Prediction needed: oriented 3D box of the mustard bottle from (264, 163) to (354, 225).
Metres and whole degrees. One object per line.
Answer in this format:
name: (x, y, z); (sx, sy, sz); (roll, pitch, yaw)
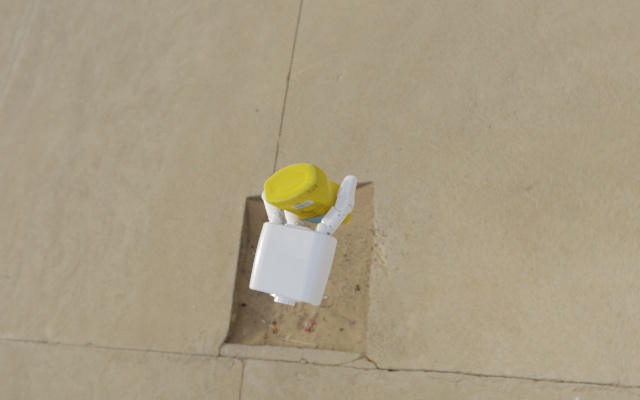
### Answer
mustard bottle: (0.000, 0.002, 0.781); (0.096, 0.058, 0.192); (-21, -28, 24)
